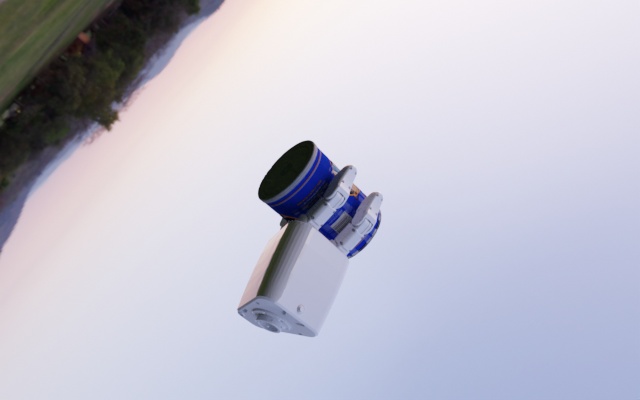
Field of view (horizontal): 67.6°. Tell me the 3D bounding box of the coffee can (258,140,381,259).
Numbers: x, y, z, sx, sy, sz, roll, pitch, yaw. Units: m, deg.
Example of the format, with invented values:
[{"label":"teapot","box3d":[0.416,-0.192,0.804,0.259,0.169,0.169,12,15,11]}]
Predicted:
[{"label":"coffee can","box3d":[0.000,0.002,0.650,0.140,0.102,0.103,43,-22,-25]}]
